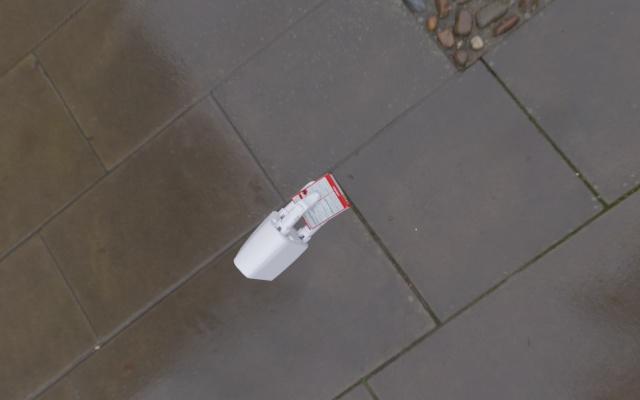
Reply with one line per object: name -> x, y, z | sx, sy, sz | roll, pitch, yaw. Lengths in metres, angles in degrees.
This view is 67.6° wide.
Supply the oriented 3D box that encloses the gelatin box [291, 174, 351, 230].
gelatin box -> 0.000, 0.003, 0.896 | 0.089, 0.073, 0.030 | -33, -7, 16
